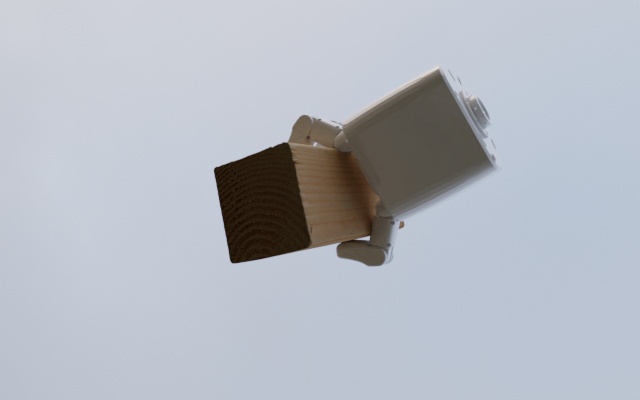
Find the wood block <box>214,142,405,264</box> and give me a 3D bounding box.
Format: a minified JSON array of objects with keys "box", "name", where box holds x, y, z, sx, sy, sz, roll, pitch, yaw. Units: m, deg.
[{"box":[0.001,0.002,0.492,0.090,0.091,0.206,-15,-7,31],"name":"wood block"}]
